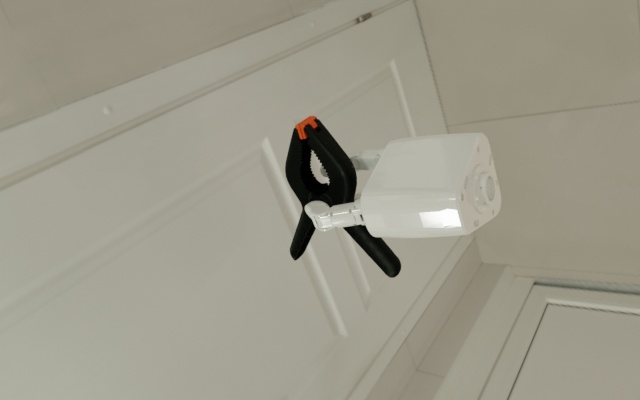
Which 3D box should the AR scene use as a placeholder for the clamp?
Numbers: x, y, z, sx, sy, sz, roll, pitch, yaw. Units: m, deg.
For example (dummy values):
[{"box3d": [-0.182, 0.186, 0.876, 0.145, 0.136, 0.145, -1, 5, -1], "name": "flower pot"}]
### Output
[{"box3d": [0.000, 0.002, 0.586, 0.164, 0.210, 0.036, -4, 27, 38], "name": "clamp"}]
